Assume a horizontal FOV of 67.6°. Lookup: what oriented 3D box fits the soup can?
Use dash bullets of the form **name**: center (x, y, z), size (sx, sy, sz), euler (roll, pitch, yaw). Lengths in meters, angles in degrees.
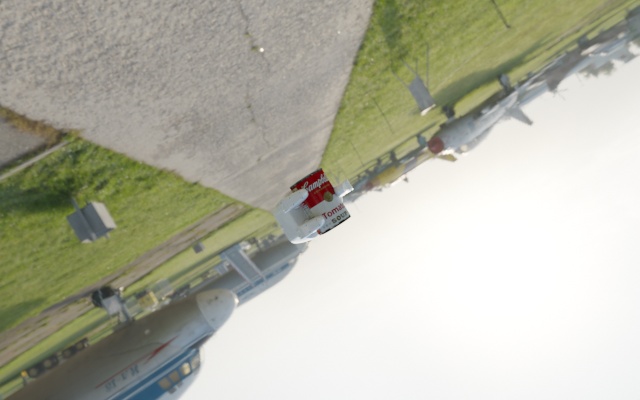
- **soup can**: center (0.001, 0.003, 0.847), size (0.068, 0.102, 0.068), euler (-32, -1, -1)
